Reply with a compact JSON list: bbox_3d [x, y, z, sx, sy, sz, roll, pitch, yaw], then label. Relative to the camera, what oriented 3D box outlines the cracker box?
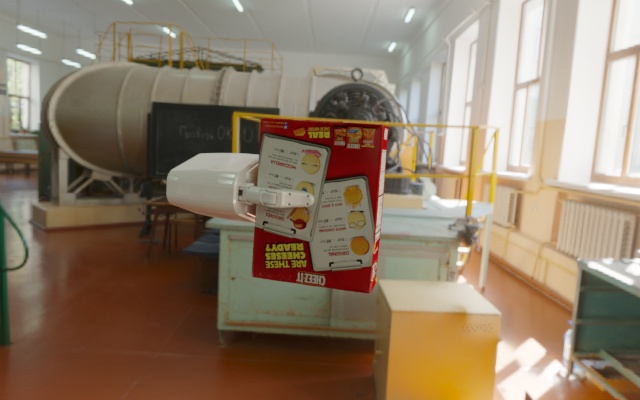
[{"bbox_3d":[0.000,0.002,0.638,0.164,0.214,0.072,5,7,15],"label":"cracker box"}]
